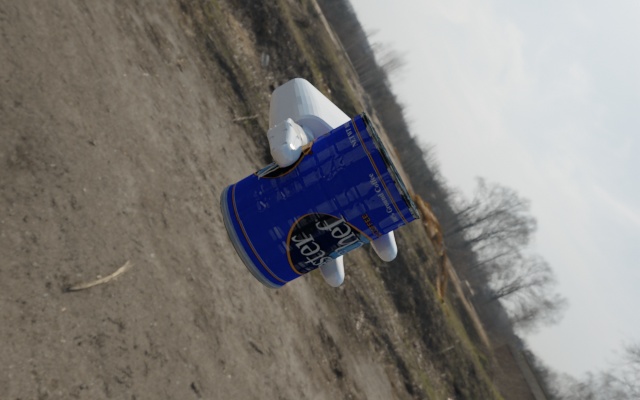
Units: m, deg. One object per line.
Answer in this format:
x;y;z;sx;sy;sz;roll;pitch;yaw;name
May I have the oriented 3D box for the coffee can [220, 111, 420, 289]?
0.000;0.001;0.416;0.140;0.103;0.103;-28;-6;11;coffee can
